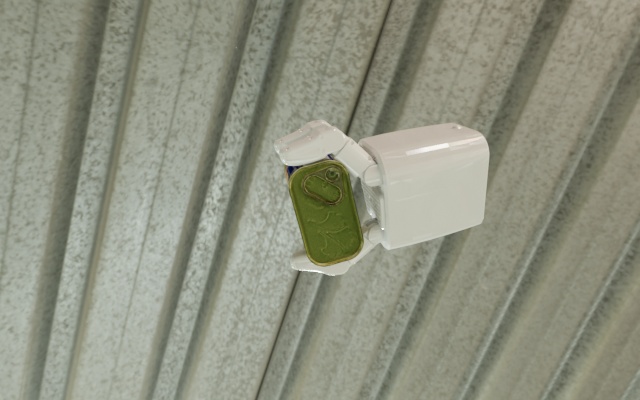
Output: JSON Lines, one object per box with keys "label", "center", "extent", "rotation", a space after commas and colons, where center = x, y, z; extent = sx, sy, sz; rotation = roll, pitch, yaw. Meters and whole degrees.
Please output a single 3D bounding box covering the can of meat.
{"label": "can of meat", "center": [0.000, 0.002, 0.481], "extent": [0.057, 0.102, 0.084], "rotation": [-16, 20, -4]}
